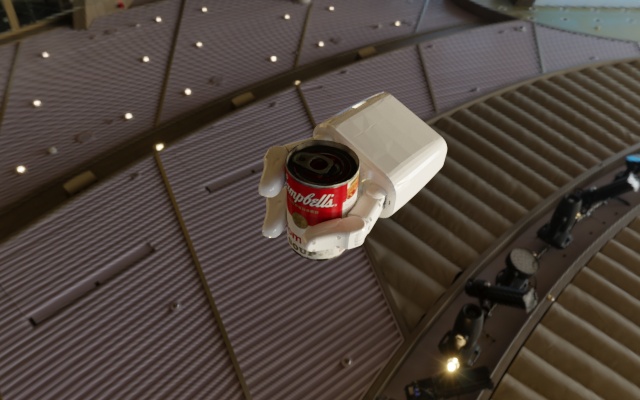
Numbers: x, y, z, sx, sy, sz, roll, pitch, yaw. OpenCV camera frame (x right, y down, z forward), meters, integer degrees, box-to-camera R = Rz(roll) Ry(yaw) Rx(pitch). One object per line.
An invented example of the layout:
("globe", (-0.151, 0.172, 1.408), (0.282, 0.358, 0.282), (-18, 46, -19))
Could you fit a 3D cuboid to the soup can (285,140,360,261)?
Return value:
("soup can", (0.000, 0.002, 0.465), (0.068, 0.102, 0.068), (2, 43, -2))
